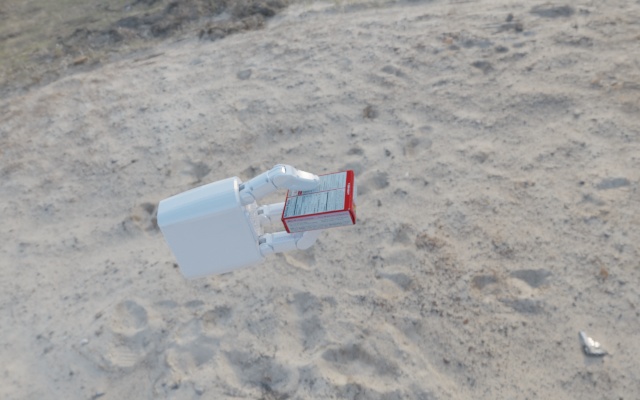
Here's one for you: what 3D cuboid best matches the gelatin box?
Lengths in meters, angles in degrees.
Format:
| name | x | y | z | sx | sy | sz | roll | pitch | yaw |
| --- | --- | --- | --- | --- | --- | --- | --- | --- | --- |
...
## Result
| name | x | y | z | sx | sy | sz | roll | pitch | yaw |
| --- | --- | --- | --- | --- | --- | --- | --- | --- | --- |
| gelatin box | 0.000 | 0.002 | 0.596 | 0.089 | 0.030 | 0.073 | -9 | 41 | 15 |
